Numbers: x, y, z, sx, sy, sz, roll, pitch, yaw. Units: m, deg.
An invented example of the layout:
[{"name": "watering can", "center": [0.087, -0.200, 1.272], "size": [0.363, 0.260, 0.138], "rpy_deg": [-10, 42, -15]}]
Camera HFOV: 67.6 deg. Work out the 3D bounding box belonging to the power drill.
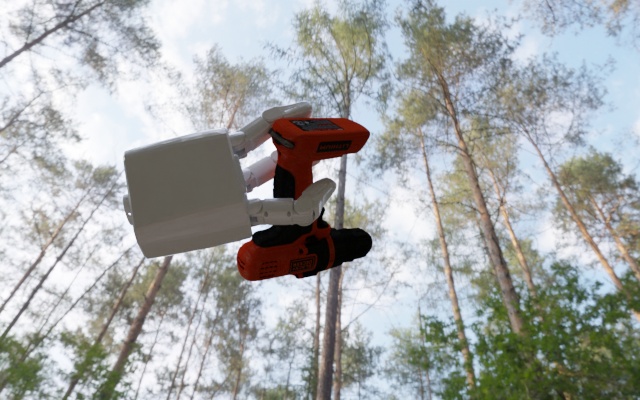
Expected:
[{"name": "power drill", "center": [0.000, 0.001, 0.548], "size": [0.184, 0.188, 0.057], "rpy_deg": [-7, 29, -35]}]
